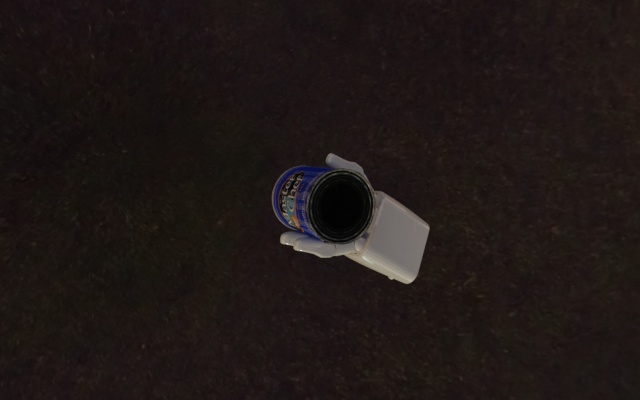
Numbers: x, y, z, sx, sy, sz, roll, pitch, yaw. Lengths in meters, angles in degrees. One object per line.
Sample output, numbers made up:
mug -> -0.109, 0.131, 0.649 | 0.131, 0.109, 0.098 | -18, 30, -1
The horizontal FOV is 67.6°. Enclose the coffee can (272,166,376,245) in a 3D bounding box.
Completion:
coffee can -> 0.000, 0.002, 0.692 | 0.103, 0.103, 0.140 | 0, 5, -24
